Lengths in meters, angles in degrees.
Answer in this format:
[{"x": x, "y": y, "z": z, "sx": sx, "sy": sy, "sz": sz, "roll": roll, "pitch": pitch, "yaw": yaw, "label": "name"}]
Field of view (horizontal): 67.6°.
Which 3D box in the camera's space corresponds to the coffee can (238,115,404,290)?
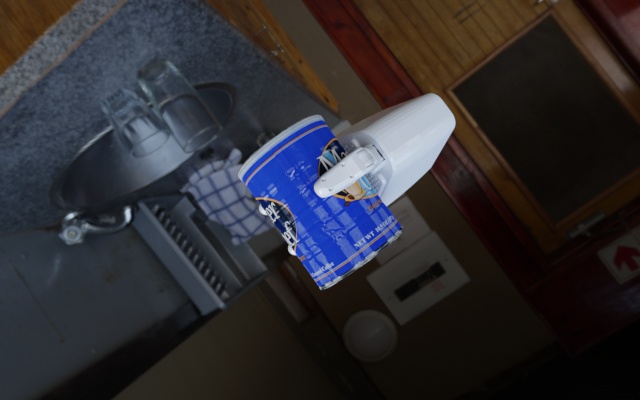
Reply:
[{"x": 0.000, "y": 0.002, "z": 0.476, "sx": 0.103, "sy": 0.140, "sz": 0.103, "roll": -36, "pitch": -3, "yaw": -2, "label": "coffee can"}]
